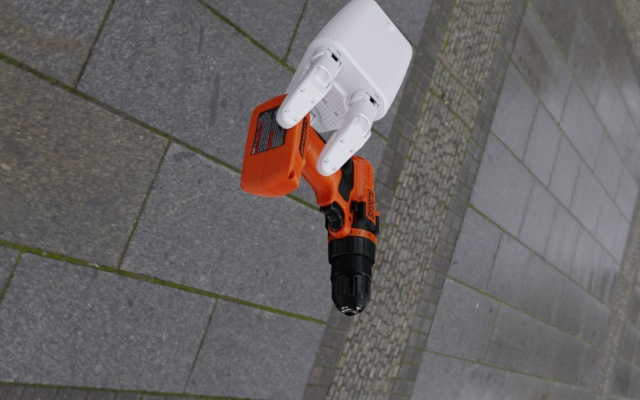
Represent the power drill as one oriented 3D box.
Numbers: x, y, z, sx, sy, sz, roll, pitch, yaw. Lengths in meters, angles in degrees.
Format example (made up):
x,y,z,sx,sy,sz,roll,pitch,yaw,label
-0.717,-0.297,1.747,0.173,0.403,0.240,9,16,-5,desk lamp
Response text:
x,y,z,sx,sy,sz,roll,pitch,yaw,label
0.000,0.001,0.468,0.057,0.184,0.188,-15,-36,24,power drill
